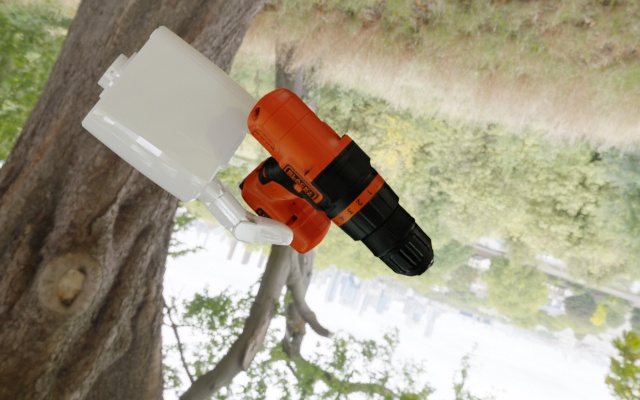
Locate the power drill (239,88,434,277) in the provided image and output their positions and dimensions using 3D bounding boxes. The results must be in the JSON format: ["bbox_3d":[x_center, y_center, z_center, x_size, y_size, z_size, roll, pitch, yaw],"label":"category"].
[{"bbox_3d":[0.000,0.001,0.435,0.057,0.184,0.188,-44,4,-21],"label":"power drill"}]
